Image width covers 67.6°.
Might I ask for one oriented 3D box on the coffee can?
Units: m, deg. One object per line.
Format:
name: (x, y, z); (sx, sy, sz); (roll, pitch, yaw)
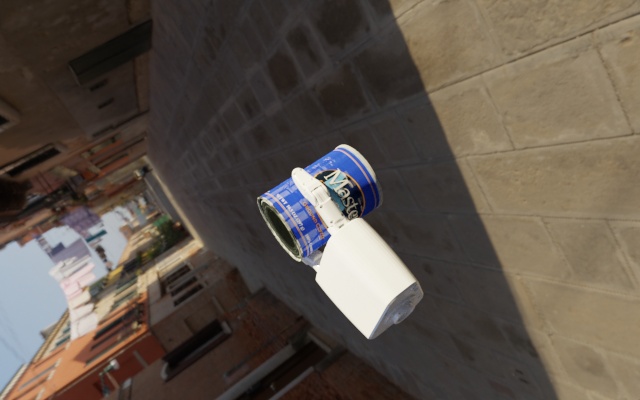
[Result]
coffee can: (0.000, 0.002, 0.655); (0.140, 0.103, 0.103); (-34, 11, -17)
